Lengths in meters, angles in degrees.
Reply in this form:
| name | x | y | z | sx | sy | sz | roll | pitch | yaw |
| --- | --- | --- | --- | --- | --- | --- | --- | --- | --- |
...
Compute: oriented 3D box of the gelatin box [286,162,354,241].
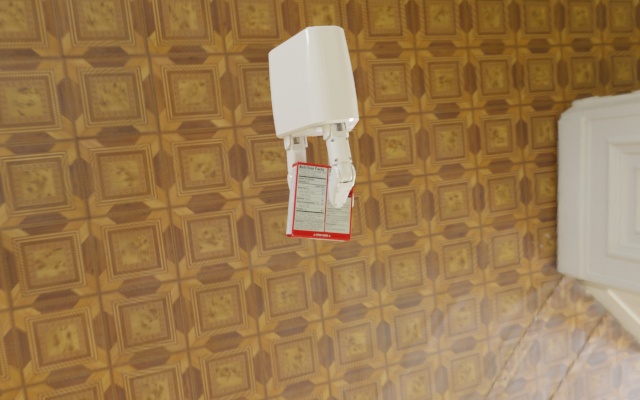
| name | x | y | z | sx | sy | sz | roll | pitch | yaw |
| --- | --- | --- | --- | --- | --- | --- | --- | --- | --- |
| gelatin box | 0.000 | 0.002 | 0.569 | 0.073 | 0.089 | 0.030 | 6 | -7 | -18 |
